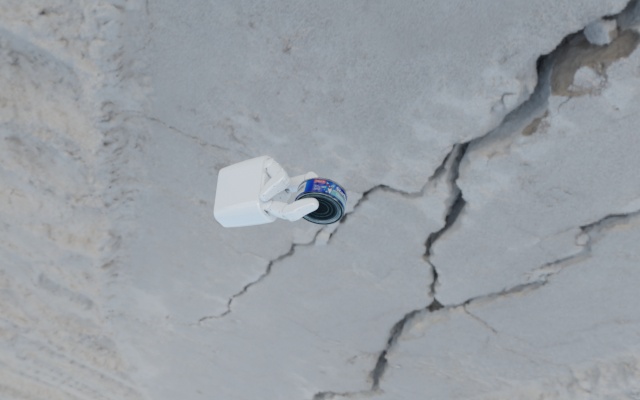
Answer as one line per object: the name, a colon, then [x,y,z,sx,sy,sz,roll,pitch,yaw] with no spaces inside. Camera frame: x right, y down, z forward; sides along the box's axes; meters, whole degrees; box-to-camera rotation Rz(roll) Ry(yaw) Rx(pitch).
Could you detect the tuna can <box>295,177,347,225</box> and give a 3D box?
tuna can: [0.000,0.003,0.796,0.086,0.033,0.086,8,-40,6]
